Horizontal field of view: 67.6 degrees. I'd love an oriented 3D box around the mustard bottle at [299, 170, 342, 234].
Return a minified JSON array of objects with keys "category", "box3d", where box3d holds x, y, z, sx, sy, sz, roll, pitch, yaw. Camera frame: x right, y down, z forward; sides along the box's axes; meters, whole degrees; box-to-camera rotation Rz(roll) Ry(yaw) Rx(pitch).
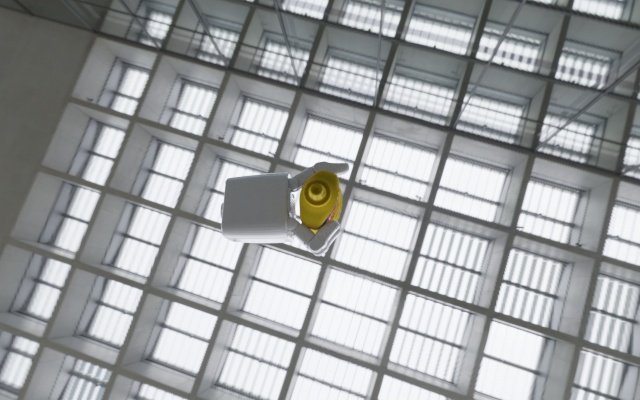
[{"category":"mustard bottle","box3d":[0.000,0.003,0.775,0.058,0.096,0.192,22,-9,8]}]
